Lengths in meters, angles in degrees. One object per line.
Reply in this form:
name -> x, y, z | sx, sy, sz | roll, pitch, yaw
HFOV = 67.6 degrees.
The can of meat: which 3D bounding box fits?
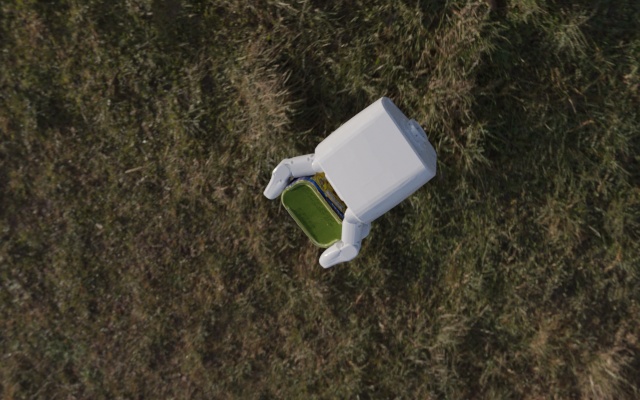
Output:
can of meat -> 0.000, 0.002, 0.644 | 0.057, 0.102, 0.084 | -33, 14, 25
